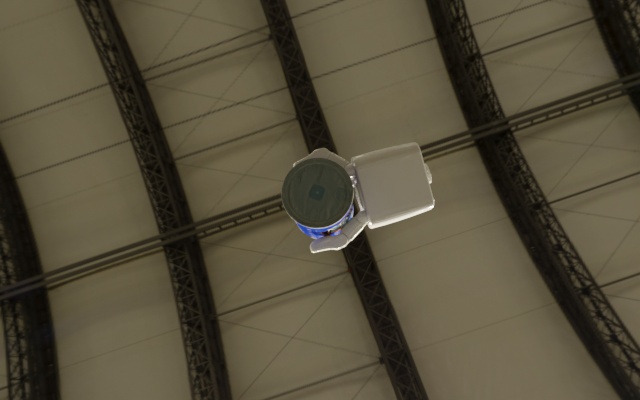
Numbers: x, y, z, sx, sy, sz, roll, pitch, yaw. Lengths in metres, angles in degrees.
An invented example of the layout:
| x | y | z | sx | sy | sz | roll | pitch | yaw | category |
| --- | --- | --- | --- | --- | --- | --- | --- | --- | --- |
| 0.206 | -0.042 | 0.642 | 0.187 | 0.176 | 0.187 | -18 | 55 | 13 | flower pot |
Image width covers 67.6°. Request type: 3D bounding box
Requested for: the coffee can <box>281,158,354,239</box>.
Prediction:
| x | y | z | sx | sy | sz | roll | pitch | yaw | category |
| --- | --- | --- | --- | --- | --- | --- | --- | --- | --- |
| 0.000 | 0.003 | 0.742 | 0.103 | 0.102 | 0.140 | 0 | -12 | 4 | coffee can |
